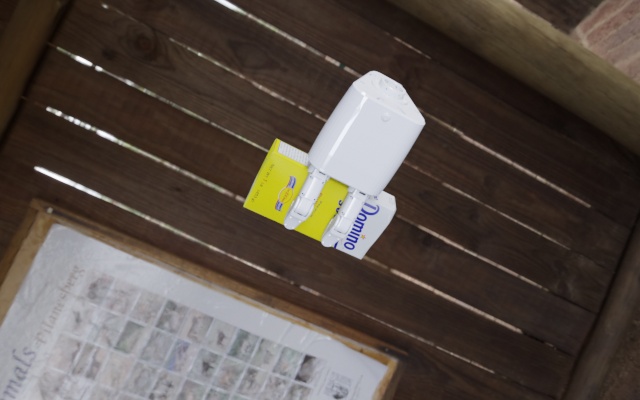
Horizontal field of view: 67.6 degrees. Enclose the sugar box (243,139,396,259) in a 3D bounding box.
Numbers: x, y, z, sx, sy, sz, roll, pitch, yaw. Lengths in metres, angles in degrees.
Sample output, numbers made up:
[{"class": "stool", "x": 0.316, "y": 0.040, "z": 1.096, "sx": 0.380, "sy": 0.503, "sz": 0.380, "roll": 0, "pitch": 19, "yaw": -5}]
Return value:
[{"class": "sugar box", "x": 0.000, "y": 0.002, "z": 0.620, "sx": 0.176, "sy": 0.093, "sz": 0.048, "roll": 26, "pitch": 31, "yaw": -10}]
